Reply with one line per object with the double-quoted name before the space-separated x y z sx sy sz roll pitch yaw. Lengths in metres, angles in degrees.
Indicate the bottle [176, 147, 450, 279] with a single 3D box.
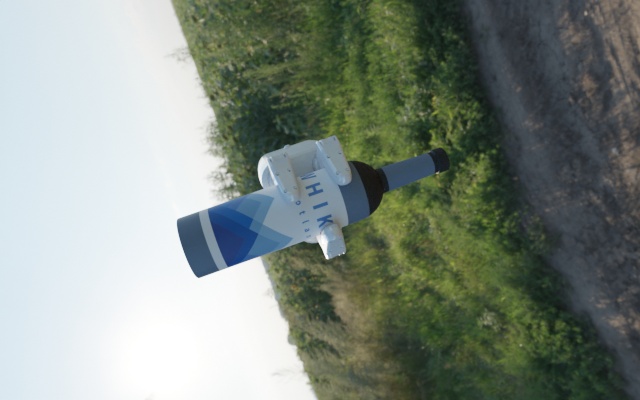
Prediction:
"bottle" 0.000 0.002 0.514 0.295 0.069 0.069 -19 2 -7
